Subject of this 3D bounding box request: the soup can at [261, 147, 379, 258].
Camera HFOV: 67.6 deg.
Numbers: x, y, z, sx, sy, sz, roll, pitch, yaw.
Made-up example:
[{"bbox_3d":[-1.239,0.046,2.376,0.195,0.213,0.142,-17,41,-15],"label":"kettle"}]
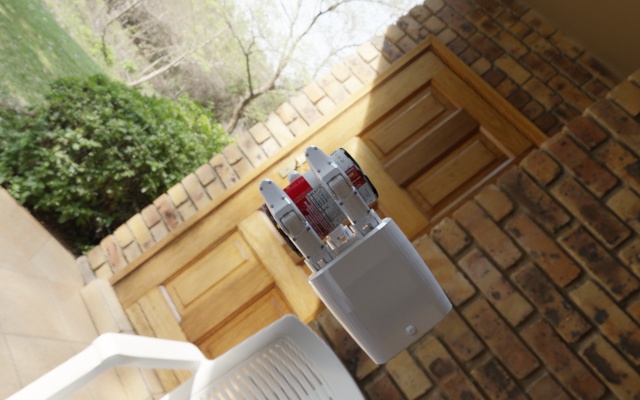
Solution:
[{"bbox_3d":[0.000,0.001,0.491,0.102,0.068,0.068,-37,1,-1],"label":"soup can"}]
